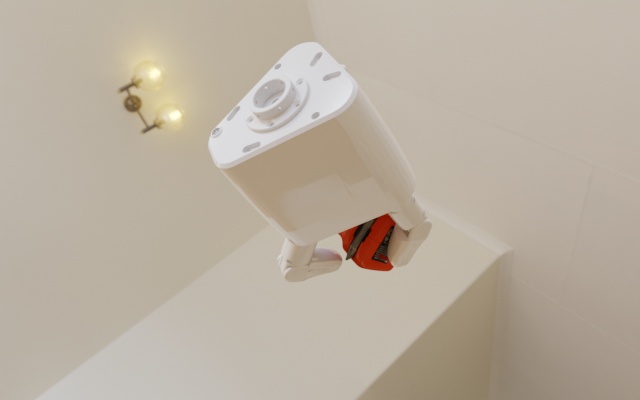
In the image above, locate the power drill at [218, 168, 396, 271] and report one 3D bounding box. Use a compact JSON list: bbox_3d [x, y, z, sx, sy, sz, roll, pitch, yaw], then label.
[{"bbox_3d":[0.000,0.002,0.491,0.187,0.057,0.184,31,4,25],"label":"power drill"}]
